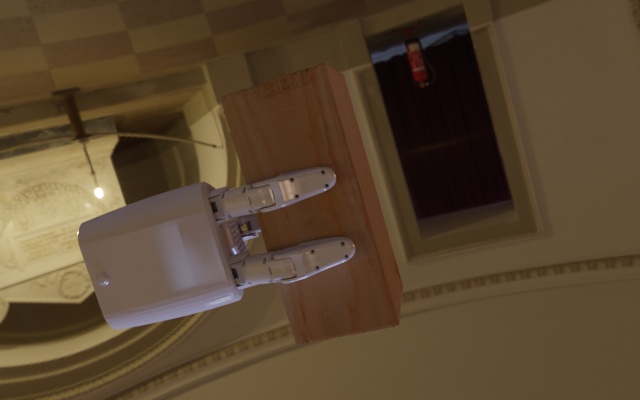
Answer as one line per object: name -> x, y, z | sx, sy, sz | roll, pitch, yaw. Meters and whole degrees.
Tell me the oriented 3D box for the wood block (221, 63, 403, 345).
wood block -> 0.000, 0.002, 0.409 | 0.090, 0.206, 0.091 | -15, 6, 13
